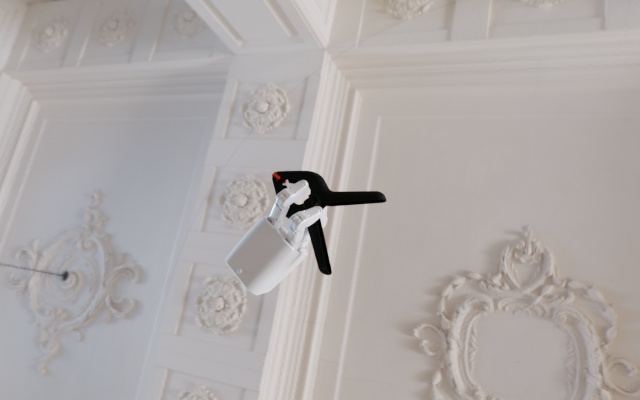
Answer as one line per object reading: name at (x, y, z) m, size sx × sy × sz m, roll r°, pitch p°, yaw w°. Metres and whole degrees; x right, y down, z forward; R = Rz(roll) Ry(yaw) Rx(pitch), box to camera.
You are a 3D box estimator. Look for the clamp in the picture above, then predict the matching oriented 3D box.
clamp at (0.000, 0.003, 0.829) m, size 0.210 × 0.164 × 0.036 m, roll 44°, pitch 1°, yaw 28°
